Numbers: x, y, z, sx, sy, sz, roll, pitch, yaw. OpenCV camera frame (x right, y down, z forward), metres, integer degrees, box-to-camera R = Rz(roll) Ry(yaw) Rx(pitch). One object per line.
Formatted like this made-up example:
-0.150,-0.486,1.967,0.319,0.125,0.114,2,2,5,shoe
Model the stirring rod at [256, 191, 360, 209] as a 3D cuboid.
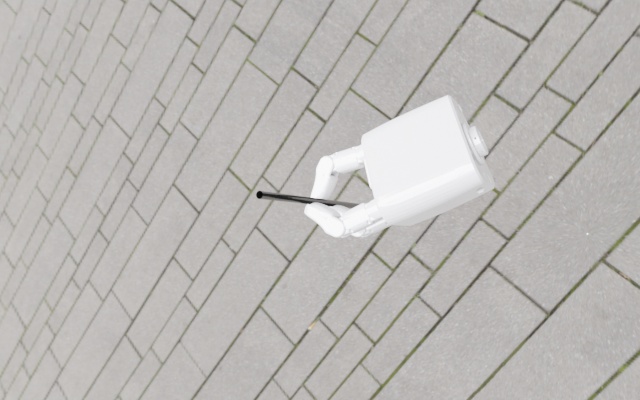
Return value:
0.000,0.002,0.563,0.011,0.011,0.239,0,-3,29,stirring rod
